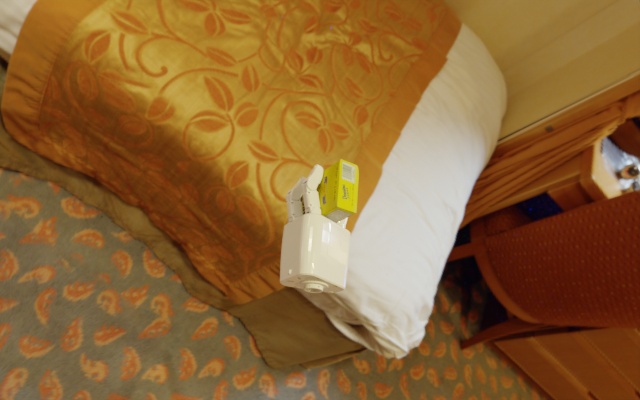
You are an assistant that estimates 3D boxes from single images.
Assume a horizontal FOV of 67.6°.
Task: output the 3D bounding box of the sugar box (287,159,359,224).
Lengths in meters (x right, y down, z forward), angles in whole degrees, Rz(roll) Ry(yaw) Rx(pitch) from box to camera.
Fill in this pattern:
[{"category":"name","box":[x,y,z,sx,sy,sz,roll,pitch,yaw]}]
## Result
[{"category":"sugar box","box":[0.000,0.003,0.863,0.048,0.093,0.176,21,-30,-29]}]
